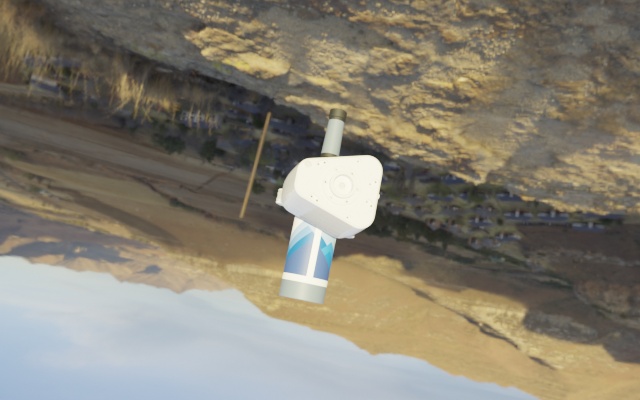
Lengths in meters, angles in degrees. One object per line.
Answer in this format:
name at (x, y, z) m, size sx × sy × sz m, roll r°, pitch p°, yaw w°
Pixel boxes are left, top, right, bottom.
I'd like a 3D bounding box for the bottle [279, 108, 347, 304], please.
bottle at (0.000, 0.003, 0.721) m, size 0.069 × 0.295 × 0.069 m, roll 11°, pitch -11°, yaw 2°
